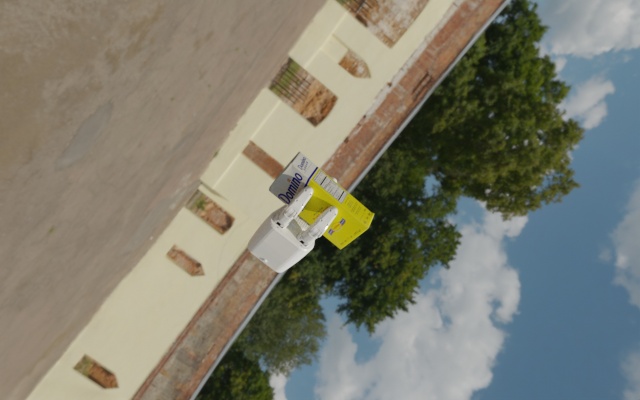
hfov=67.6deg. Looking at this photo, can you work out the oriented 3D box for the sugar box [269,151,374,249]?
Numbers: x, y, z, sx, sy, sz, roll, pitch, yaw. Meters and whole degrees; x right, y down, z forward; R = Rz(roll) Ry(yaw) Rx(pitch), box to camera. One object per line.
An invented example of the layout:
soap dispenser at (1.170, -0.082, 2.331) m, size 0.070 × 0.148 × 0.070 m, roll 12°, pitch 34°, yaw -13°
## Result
sugar box at (0.000, 0.003, 0.853) m, size 0.176 × 0.048 × 0.093 m, roll 37°, pitch -45°, yaw -8°
